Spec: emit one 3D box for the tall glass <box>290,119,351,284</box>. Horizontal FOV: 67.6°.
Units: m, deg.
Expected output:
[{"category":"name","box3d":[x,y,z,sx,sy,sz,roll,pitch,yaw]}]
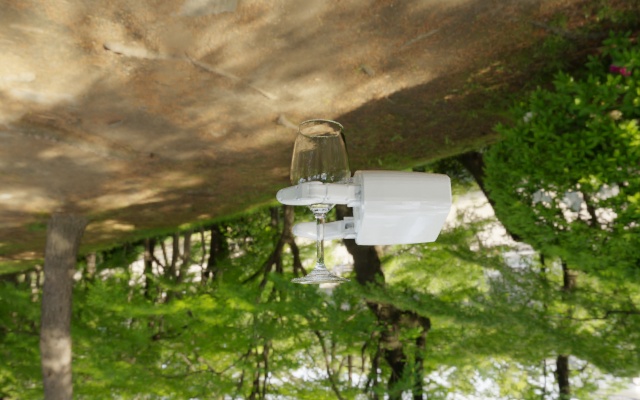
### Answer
[{"category":"tall glass","box3d":[0.000,0.003,0.606,0.079,0.201,0.079,0,-13,0]}]
